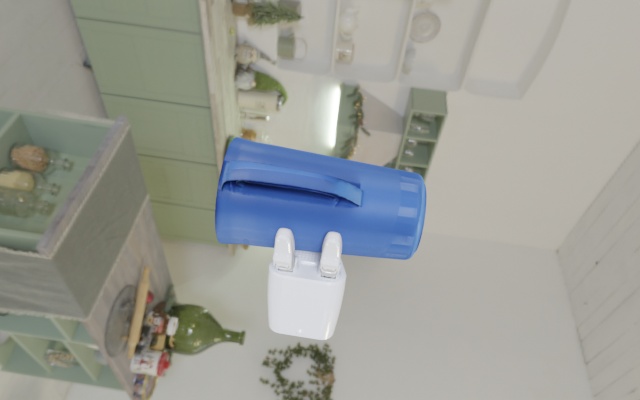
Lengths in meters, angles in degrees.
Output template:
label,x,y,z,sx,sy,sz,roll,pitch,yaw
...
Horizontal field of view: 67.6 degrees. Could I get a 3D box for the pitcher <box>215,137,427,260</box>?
label,x,y,z,sx,sy,sz,roll,pitch,yaw
pitcher,0.000,0.002,0.579,0.243,0.145,0.149,8,31,2
